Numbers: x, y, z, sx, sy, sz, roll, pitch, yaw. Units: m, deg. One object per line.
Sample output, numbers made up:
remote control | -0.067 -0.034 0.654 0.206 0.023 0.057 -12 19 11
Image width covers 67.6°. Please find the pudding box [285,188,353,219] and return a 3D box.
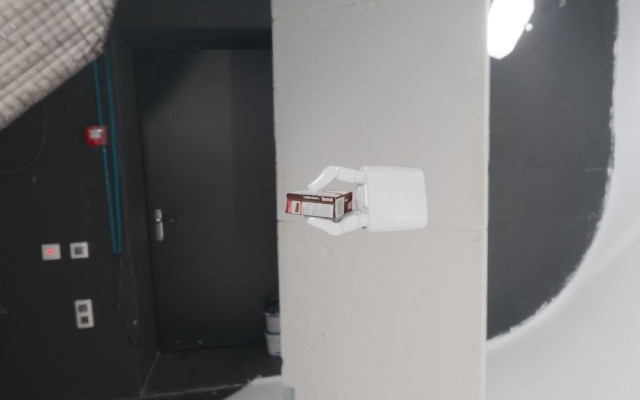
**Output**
pudding box | 0.000 0.003 0.829 0.090 0.039 0.113 5 6 17
